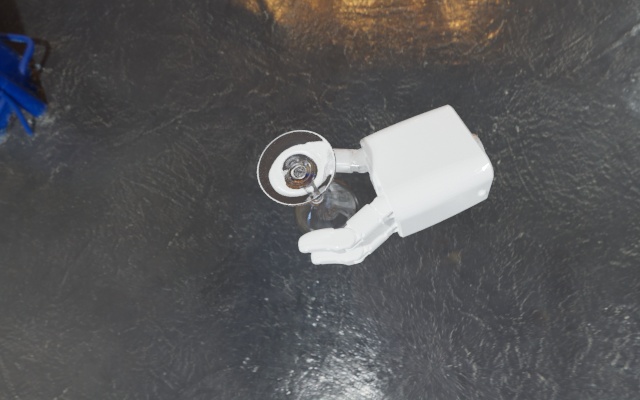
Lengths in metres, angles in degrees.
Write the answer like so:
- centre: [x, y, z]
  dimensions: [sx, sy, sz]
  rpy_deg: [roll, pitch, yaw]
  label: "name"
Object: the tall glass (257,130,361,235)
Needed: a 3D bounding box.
- centre: [0.000, 0.001, 0.521]
  dimensions: [0.079, 0.079, 0.201]
  rpy_deg: [0, -19, 13]
  label: "tall glass"
